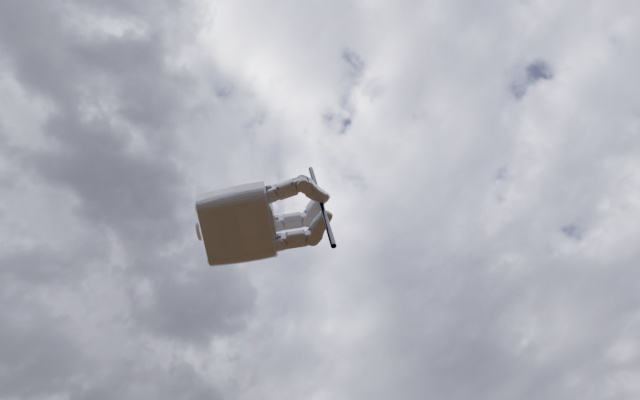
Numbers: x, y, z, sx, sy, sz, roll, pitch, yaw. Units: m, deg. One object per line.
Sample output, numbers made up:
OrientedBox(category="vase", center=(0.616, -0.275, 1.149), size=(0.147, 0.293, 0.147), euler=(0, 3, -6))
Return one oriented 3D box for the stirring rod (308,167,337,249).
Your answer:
OrientedBox(category="stirring rod", center=(0.000, 0.002, 0.735), size=(0.011, 0.011, 0.239), euler=(0, 29, -10))
